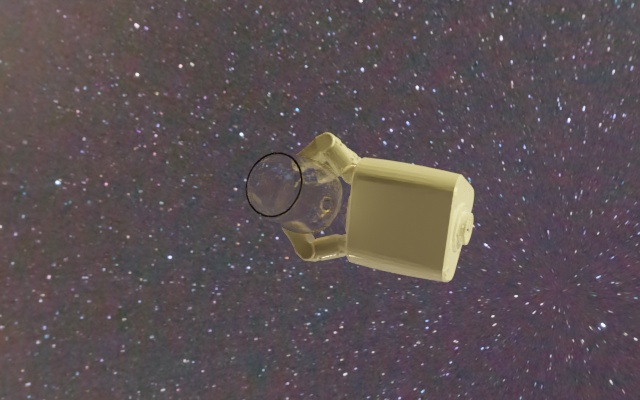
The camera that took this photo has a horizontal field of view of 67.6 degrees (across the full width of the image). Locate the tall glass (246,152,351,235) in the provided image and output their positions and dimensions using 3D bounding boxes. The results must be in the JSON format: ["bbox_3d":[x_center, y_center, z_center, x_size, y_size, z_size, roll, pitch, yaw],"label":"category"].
[{"bbox_3d":[0.000,0.002,0.527,0.079,0.079,0.201,0,-10,27],"label":"tall glass"}]
